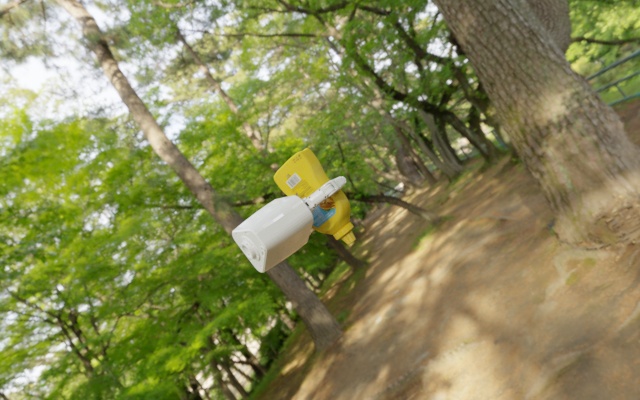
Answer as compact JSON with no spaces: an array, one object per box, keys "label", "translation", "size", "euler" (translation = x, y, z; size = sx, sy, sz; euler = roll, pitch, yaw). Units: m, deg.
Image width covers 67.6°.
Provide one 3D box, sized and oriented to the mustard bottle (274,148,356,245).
[{"label":"mustard bottle","translation":[0.000,0.003,0.894],"size":[0.096,0.191,0.058],"euler":[-40,-4,37]}]
